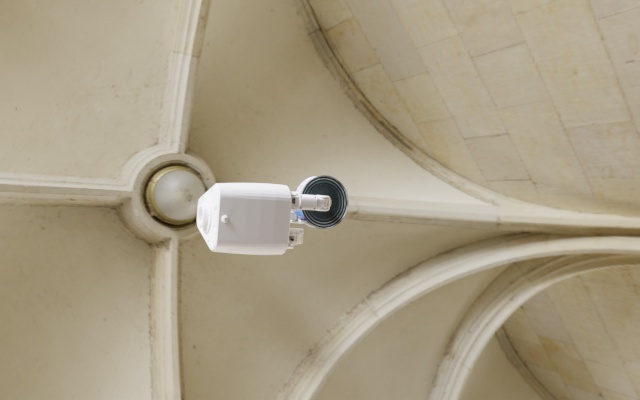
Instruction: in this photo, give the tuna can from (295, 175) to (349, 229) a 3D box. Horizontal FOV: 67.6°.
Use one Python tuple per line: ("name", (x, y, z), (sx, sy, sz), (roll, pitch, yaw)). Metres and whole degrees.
("tuna can", (0.000, 0.003, 0.771), (0.086, 0.086, 0.034), (0, 1, -26))
